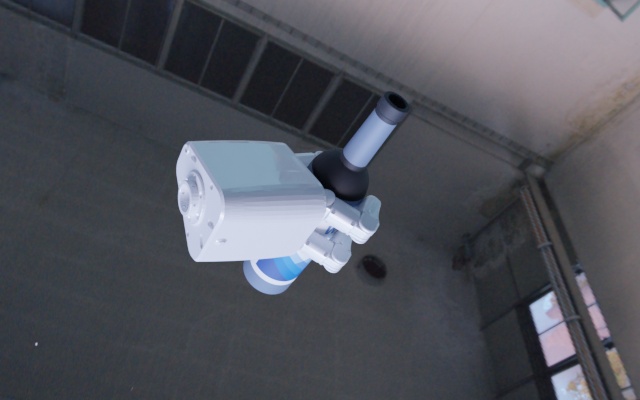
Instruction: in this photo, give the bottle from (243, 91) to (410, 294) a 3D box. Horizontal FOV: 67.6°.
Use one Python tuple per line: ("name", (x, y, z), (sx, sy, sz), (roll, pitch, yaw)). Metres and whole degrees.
("bottle", (0.000, 0.002, 0.517), (0.069, 0.069, 0.296), (0, -37, -35))
